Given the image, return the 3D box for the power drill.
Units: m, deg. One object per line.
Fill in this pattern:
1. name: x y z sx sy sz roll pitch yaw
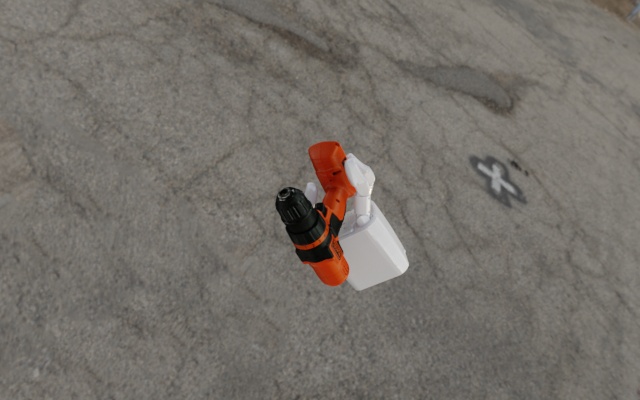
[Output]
1. power drill: 0.000 0.002 0.684 0.057 0.187 0.185 -7 -45 22
